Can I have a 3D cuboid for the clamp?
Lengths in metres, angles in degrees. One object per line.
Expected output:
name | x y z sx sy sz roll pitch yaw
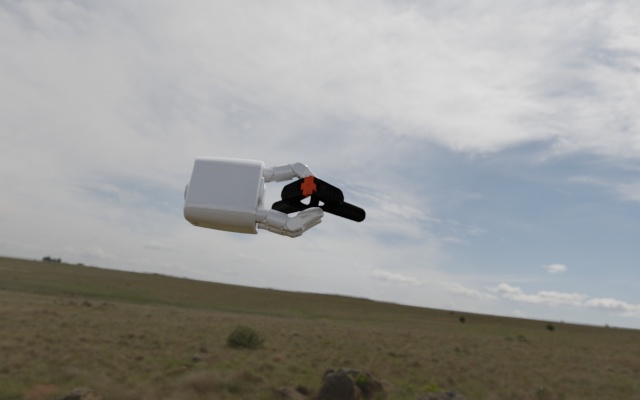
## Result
clamp | 0.000 0.002 0.748 0.164 0.036 0.210 5 -12 -2
